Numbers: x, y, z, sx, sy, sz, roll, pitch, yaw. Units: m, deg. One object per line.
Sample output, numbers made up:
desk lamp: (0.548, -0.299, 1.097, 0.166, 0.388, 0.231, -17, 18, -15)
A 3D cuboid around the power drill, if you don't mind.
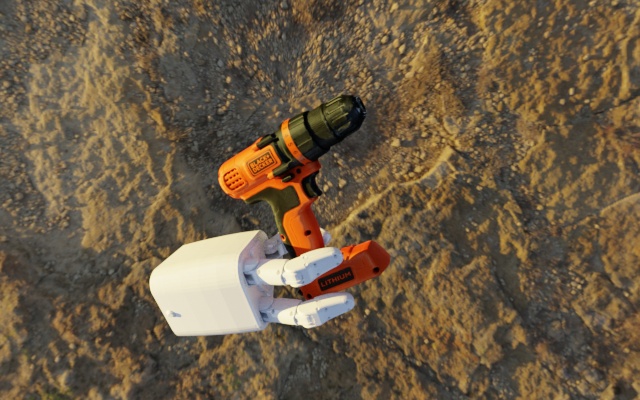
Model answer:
power drill: (0.000, 0.002, 0.515, 0.184, 0.187, 0.057, -27, 4, 26)
